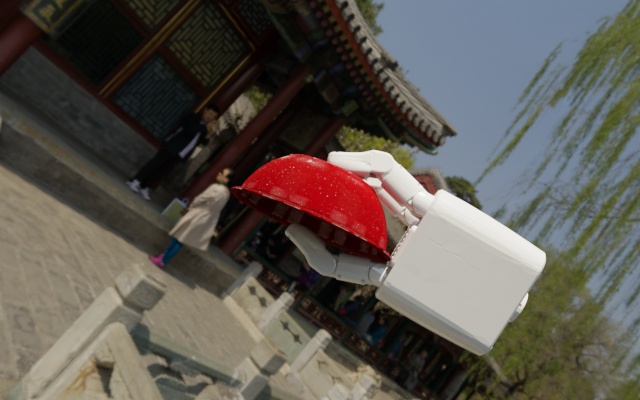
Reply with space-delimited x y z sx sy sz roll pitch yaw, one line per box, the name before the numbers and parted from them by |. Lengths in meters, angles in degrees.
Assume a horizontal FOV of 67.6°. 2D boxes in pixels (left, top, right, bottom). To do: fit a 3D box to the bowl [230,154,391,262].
bowl | -0.001 0.001 0.450 0.162 0.055 0.162 22 -10 4
